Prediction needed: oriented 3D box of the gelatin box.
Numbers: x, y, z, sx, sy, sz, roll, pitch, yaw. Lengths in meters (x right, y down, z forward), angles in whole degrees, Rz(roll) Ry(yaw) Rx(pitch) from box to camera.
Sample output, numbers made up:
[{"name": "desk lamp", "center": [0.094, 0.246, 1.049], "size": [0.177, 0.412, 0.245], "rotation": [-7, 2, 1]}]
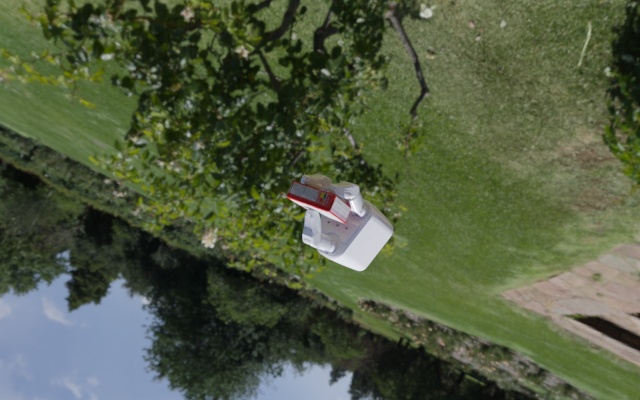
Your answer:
[{"name": "gelatin box", "center": [0.000, 0.003, 0.725], "size": [0.073, 0.030, 0.089], "rotation": [20, -6, 23]}]
